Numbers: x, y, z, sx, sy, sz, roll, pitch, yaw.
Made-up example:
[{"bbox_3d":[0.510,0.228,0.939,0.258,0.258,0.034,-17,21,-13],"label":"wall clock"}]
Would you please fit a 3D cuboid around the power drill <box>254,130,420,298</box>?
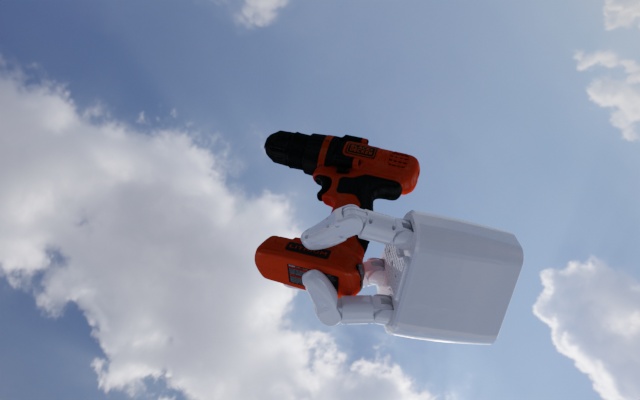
[{"bbox_3d":[0.000,0.002,0.509,0.184,0.187,0.057,12,-37,15],"label":"power drill"}]
